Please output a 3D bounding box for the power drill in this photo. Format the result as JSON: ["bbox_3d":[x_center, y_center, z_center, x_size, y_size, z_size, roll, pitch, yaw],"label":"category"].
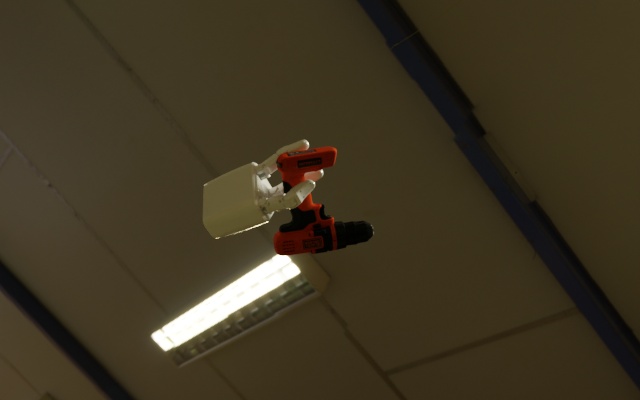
[{"bbox_3d":[0.000,0.002,0.850,0.184,0.188,0.057,-9,14,-10],"label":"power drill"}]
